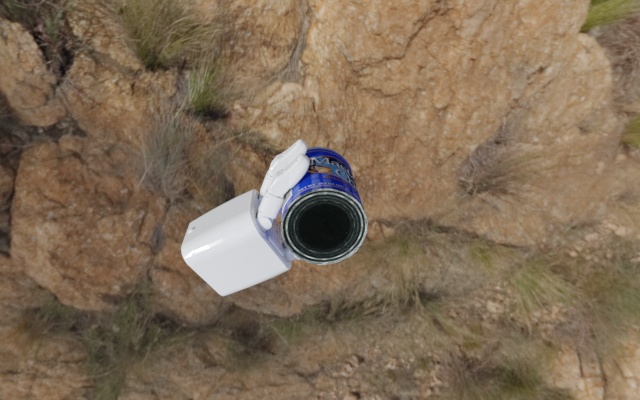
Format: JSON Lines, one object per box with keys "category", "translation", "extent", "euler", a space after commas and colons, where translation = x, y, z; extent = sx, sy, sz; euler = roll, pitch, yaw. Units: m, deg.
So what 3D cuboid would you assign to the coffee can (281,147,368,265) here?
{"category": "coffee can", "translation": [0.000, 0.002, 0.619], "extent": [0.103, 0.103, 0.140], "euler": [0, 26, -4]}
